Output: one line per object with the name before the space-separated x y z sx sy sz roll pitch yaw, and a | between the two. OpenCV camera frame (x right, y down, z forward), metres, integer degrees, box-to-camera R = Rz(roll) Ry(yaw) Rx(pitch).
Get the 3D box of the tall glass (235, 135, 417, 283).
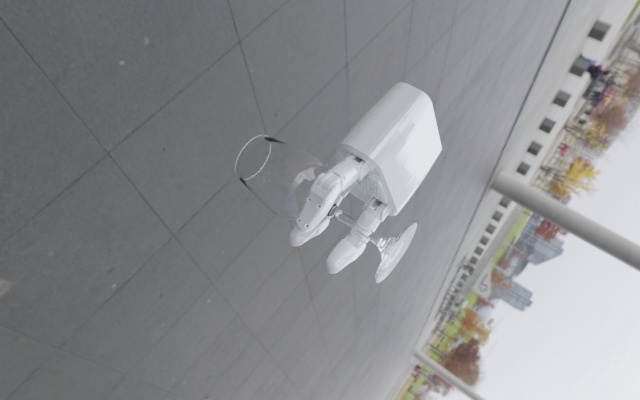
tall glass | 0.001 0.002 0.518 0.201 0.079 0.079 33 13 21
